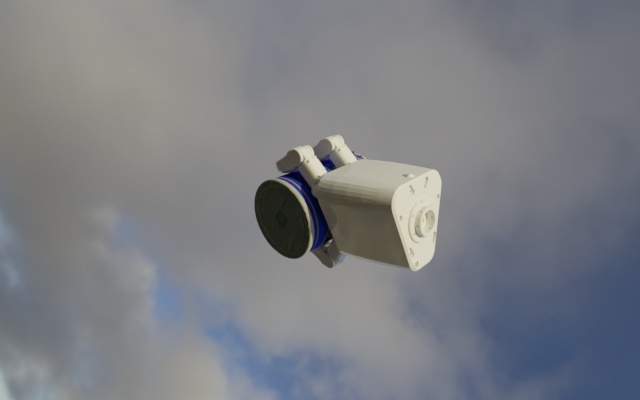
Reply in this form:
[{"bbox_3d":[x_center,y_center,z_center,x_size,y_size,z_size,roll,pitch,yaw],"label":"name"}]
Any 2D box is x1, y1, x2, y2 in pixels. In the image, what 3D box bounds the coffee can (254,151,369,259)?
[{"bbox_3d":[0.000,0.002,0.624,0.140,0.103,0.103,-25,16,-40],"label":"coffee can"}]
